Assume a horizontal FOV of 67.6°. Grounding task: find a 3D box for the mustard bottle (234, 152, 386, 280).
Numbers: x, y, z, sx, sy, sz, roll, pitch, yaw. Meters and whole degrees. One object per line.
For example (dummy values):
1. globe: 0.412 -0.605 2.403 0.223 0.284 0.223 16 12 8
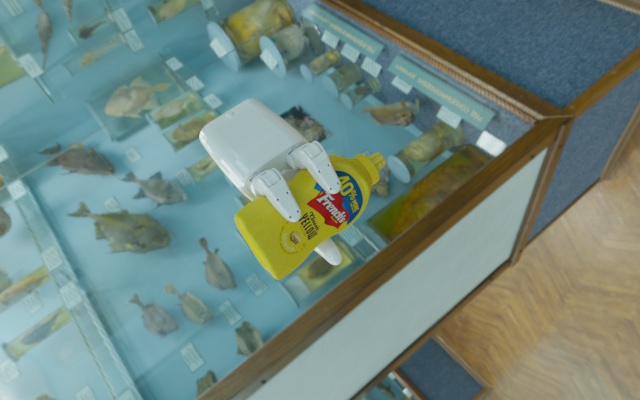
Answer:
1. mustard bottle: 0.000 0.002 0.562 0.191 0.096 0.058 -36 34 -16
